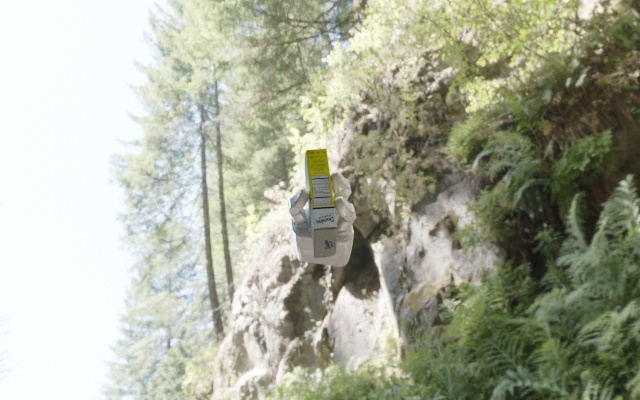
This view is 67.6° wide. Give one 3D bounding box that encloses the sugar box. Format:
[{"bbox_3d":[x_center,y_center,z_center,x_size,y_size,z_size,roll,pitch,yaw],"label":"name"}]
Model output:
[{"bbox_3d":[0.001,0.003,0.843,0.048,0.176,0.093,-6,-36,-5],"label":"sugar box"}]
